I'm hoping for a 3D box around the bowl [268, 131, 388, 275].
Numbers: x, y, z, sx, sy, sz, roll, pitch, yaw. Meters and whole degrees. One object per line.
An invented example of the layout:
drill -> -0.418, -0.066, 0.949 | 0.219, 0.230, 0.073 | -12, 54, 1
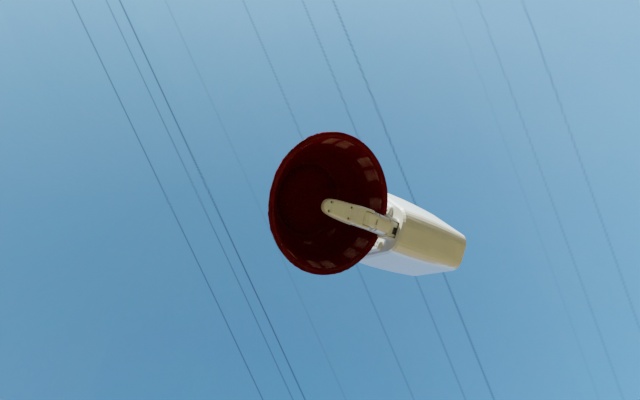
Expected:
bowl -> -0.001, 0.001, 0.554 | 0.162, 0.162, 0.055 | 0, 6, -34
